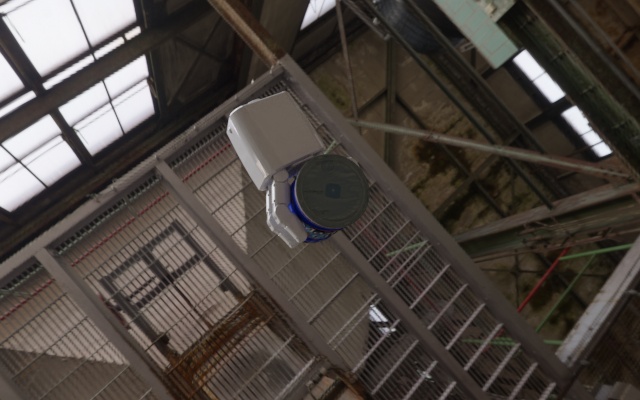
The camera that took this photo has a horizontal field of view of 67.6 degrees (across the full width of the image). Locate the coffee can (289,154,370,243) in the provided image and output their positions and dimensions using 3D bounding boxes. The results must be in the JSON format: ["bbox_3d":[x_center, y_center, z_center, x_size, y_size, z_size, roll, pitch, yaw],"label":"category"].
[{"bbox_3d":[0.000,0.002,0.699,0.103,0.102,0.140,0,-13,-15],"label":"coffee can"}]
